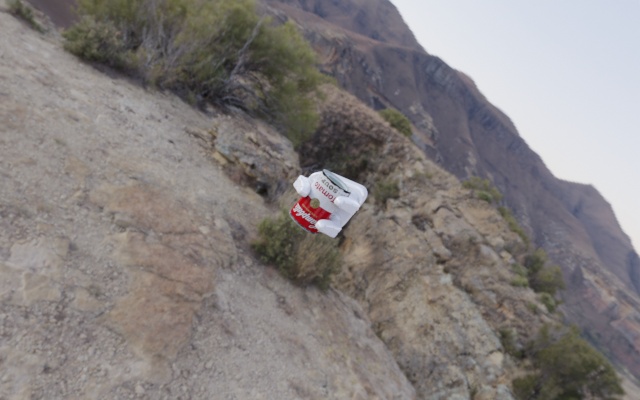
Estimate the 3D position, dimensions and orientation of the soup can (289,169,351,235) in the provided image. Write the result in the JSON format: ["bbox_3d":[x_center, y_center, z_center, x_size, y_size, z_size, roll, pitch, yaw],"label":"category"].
[{"bbox_3d":[0.000,0.003,0.871,0.068,0.102,0.068,37,14,-10],"label":"soup can"}]
